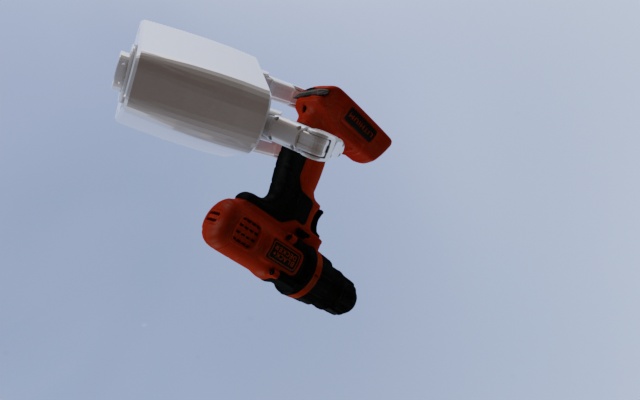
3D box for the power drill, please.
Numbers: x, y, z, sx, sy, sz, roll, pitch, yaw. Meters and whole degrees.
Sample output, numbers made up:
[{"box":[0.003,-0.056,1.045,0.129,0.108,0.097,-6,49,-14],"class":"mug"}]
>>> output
[{"box":[0.000,0.001,0.460,0.057,0.187,0.184,5,-26,48],"class":"power drill"}]
